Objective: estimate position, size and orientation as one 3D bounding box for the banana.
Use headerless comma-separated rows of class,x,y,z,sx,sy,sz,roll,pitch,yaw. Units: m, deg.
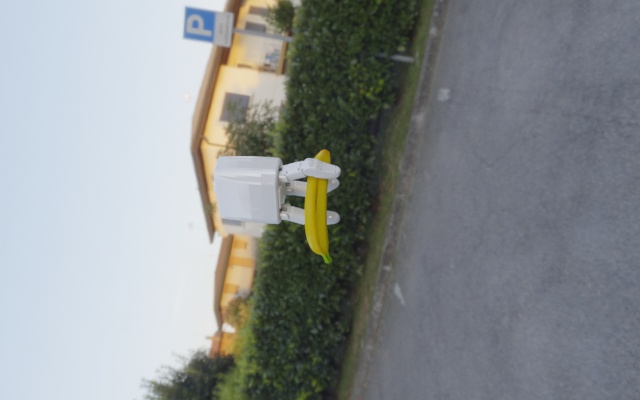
banana,-0.004,0.002,0.789,0.037,0.197,0.070,-2,-13,11
